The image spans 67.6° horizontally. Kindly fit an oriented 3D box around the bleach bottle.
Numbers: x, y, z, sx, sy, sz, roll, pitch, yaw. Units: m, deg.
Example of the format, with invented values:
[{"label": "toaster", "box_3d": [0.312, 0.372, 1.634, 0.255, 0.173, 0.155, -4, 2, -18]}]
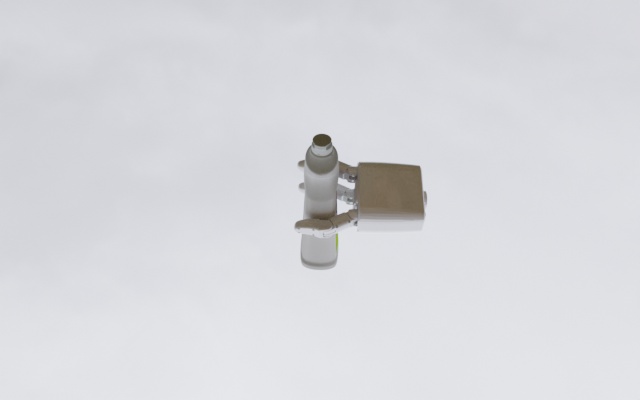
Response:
[{"label": "bleach bottle", "box_3d": [0.000, 0.002, 0.776, 0.068, 0.102, 0.251, 2, -42, 1]}]
